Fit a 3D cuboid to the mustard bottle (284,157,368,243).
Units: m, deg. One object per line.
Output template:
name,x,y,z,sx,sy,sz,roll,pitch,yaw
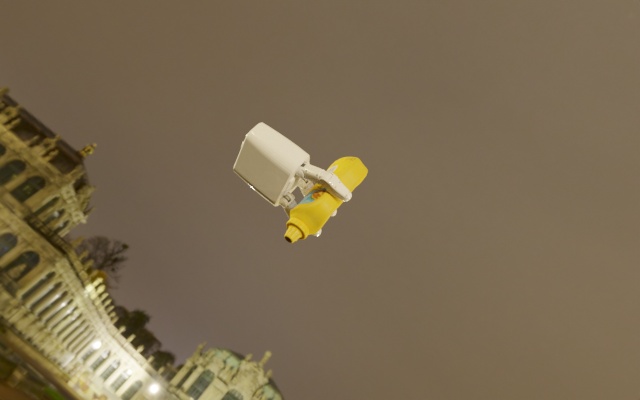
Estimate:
mustard bottle,0.001,0.003,0.840,0.191,0.058,0.096,-48,17,-31
